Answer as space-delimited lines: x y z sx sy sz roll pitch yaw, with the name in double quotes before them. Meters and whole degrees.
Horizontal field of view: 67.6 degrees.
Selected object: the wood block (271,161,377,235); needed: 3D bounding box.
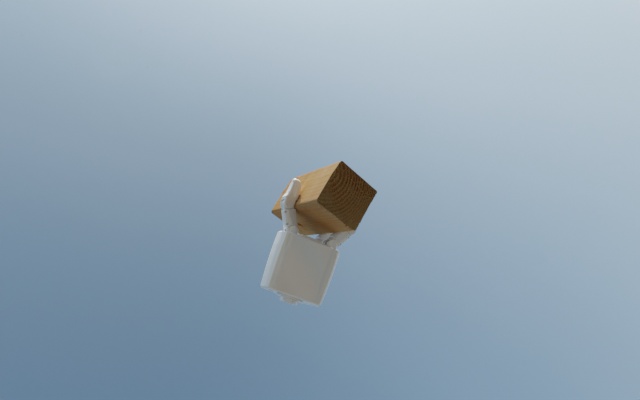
"wood block" 0.000 0.003 0.898 0.091 0.090 0.206 39 -22 -18
